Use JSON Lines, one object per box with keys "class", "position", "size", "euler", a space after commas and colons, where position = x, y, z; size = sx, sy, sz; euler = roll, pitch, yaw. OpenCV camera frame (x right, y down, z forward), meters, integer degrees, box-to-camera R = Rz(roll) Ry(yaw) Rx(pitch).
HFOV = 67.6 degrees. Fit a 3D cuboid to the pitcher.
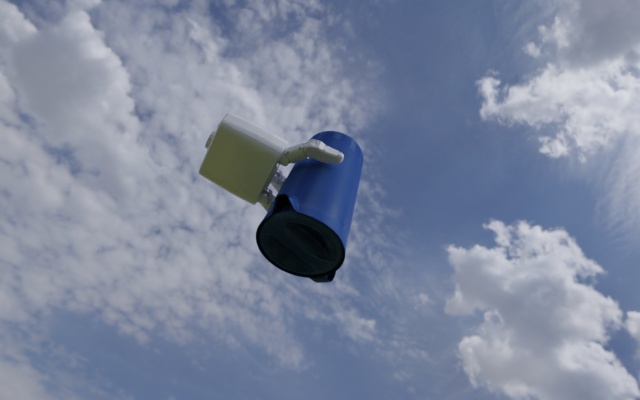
{"class": "pitcher", "position": [0.000, 0.002, 0.772], "size": [0.145, 0.242, 0.149], "euler": [27, -47, -5]}
